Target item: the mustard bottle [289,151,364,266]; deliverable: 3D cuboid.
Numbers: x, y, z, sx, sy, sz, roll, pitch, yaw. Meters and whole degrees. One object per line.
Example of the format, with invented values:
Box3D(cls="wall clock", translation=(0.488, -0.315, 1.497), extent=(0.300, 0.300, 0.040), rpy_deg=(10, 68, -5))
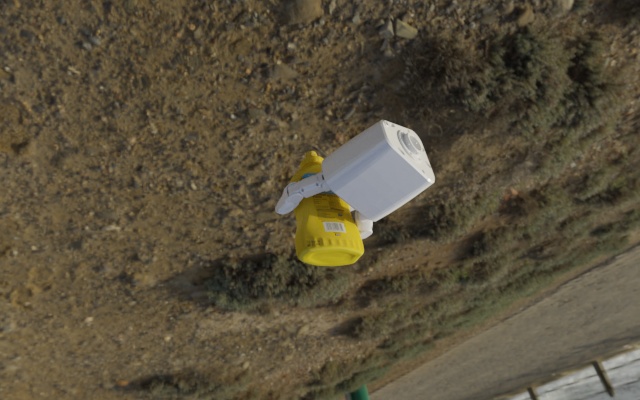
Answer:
Box3D(cls="mustard bottle", translation=(0.000, 0.003, 0.719), extent=(0.096, 0.191, 0.058), rpy_deg=(5, -37, -23))
